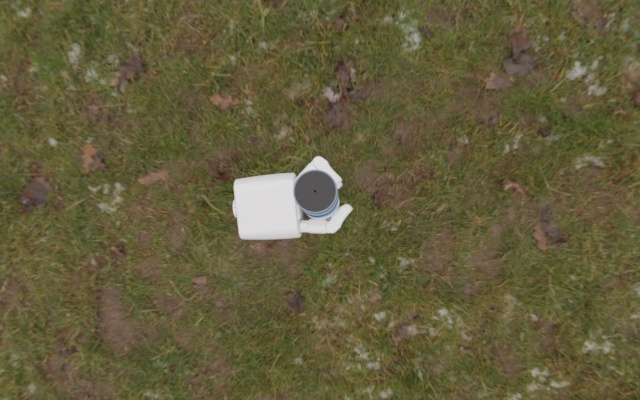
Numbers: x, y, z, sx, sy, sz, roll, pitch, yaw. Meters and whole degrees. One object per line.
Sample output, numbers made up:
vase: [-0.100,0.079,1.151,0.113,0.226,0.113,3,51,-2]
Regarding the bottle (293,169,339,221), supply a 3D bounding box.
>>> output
bottle: [0.000,0.003,0.854,0.069,0.069,0.296,0,-6,3]
